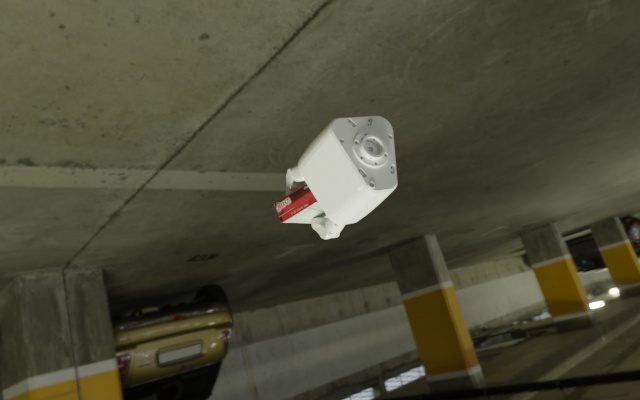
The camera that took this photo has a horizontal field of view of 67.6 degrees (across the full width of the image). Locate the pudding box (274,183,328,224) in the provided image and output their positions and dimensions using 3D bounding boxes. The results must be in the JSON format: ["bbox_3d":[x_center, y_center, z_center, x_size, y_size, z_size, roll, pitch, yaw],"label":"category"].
[{"bbox_3d":[0.000,0.003,0.725,0.090,0.039,0.113,-29,-21,31],"label":"pudding box"}]
